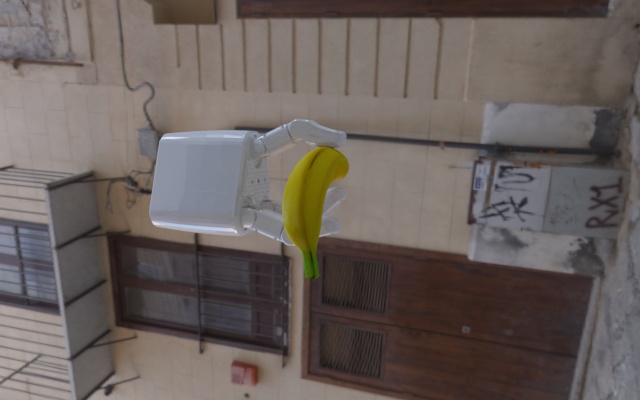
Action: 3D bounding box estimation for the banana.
[{"bbox_3d":[-0.003,-0.013,0.461,0.037,0.070,0.197,-1,31,15],"label":"banana"}]
